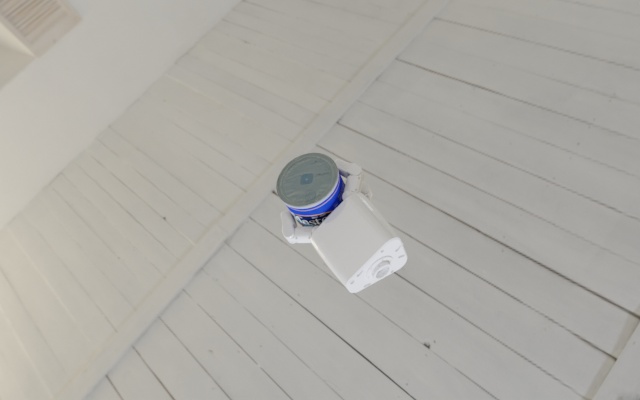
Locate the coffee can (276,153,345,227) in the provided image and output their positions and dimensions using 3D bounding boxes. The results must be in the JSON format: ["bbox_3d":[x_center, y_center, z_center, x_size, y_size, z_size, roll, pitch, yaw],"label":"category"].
[{"bbox_3d":[0.000,0.002,0.798,0.103,0.102,0.140,0,-32,22],"label":"coffee can"}]
